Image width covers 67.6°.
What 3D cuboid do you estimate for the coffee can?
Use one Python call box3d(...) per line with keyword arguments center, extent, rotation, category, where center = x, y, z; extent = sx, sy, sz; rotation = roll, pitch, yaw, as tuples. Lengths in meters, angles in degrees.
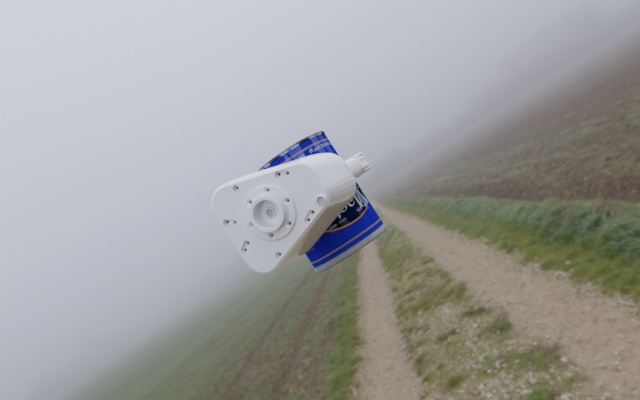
box3d(center=(0.000, 0.002, 0.585), extent=(0.103, 0.140, 0.103), rotation=(-33, -2, -1), category="coffee can")
